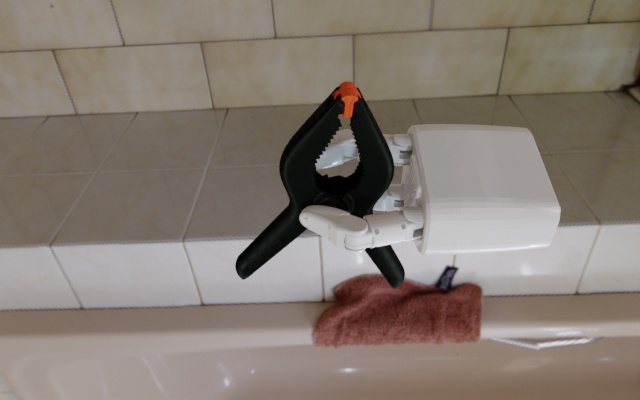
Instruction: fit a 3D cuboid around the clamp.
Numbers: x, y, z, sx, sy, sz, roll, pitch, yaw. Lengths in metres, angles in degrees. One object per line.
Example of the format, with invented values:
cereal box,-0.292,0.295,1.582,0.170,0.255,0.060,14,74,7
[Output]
clamp,0.000,0.001,0.414,0.164,0.210,0.036,-2,37,-2
